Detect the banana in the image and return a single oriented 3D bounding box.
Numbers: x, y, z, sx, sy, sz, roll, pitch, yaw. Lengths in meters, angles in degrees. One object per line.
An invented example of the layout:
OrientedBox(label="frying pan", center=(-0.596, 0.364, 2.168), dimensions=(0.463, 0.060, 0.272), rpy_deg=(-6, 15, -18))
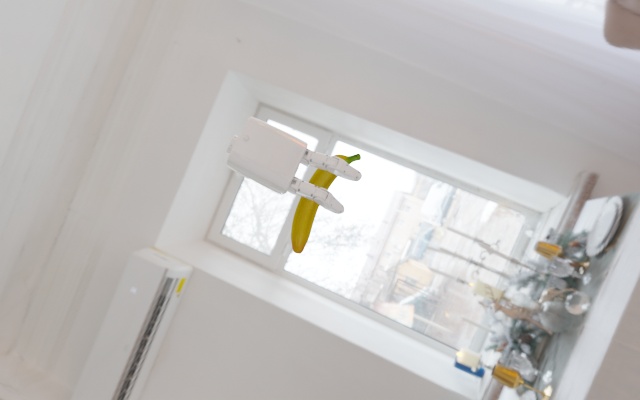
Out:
OrientedBox(label="banana", center=(-0.006, -0.005, 0.817), dimensions=(0.037, 0.198, 0.069), rpy_deg=(31, 0, -29))
